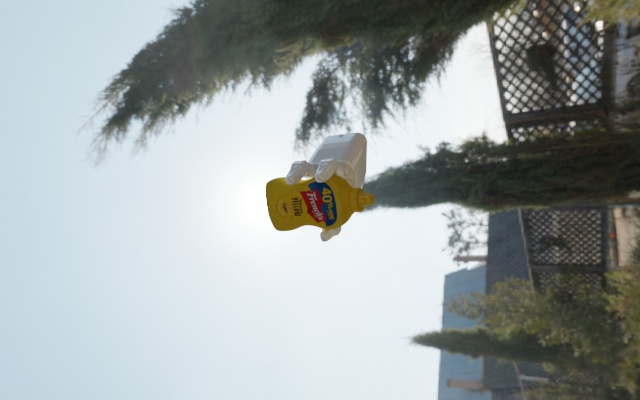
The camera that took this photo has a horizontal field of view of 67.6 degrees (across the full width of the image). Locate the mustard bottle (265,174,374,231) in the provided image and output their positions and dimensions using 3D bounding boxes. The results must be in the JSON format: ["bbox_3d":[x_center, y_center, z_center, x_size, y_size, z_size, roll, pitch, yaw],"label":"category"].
[{"bbox_3d":[0.000,0.003,0.821,0.191,0.096,0.058,-3,13,27],"label":"mustard bottle"}]
